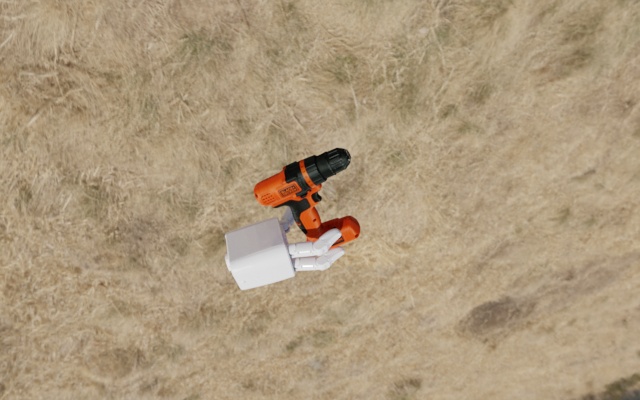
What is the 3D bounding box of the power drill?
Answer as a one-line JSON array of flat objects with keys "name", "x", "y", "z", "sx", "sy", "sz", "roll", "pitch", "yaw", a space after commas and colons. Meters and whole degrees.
[{"name": "power drill", "x": 0.000, "y": 0.003, "z": 0.865, "sx": 0.184, "sy": 0.188, "sz": 0.057, "roll": -22, "pitch": 35, "yaw": 18}]
